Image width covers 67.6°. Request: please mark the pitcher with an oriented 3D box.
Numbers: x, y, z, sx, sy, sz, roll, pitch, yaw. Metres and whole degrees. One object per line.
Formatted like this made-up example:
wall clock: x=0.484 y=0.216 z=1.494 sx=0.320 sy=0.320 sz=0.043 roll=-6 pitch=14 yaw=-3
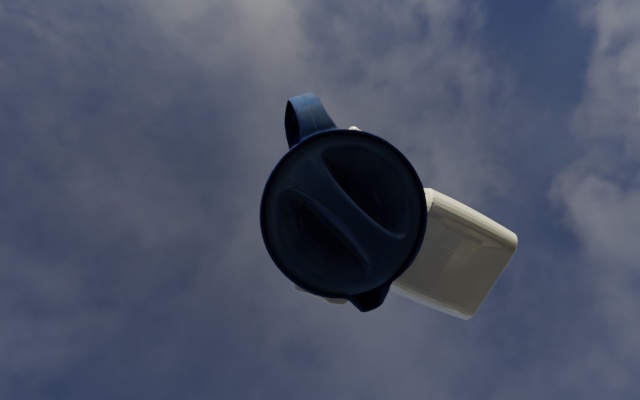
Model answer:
pitcher: x=0.000 y=0.002 z=0.482 sx=0.145 sy=0.149 sz=0.243 roll=26 pitch=-4 yaw=-8
